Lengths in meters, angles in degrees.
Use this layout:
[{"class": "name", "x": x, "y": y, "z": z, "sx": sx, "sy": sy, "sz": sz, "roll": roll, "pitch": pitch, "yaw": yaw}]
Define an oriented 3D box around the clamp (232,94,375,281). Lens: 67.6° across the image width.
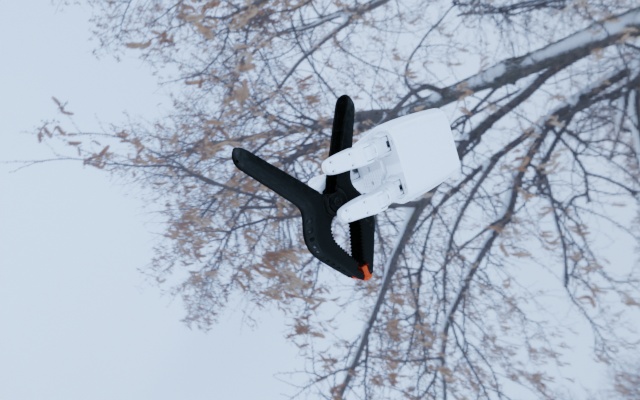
[{"class": "clamp", "x": 0.000, "y": 0.002, "z": 0.534, "sx": 0.164, "sy": 0.210, "sz": 0.036, "roll": -24, "pitch": 12, "yaw": -31}]
